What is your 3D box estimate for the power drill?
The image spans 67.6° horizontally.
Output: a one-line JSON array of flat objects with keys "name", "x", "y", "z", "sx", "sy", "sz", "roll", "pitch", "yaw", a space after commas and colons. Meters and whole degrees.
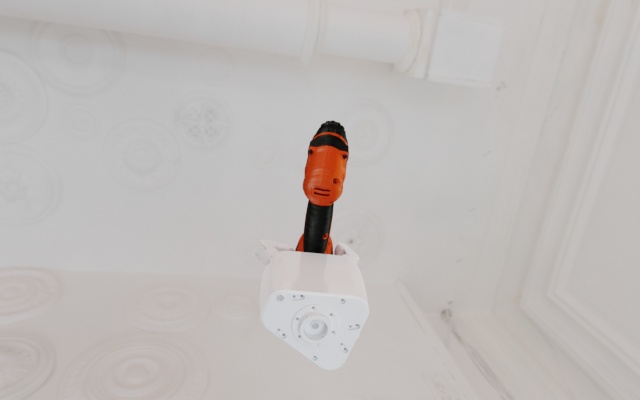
[{"name": "power drill", "x": 0.000, "y": 0.003, "z": 0.635, "sx": 0.057, "sy": 0.188, "sz": 0.184, "roll": 8, "pitch": 30, "yaw": 3}]
